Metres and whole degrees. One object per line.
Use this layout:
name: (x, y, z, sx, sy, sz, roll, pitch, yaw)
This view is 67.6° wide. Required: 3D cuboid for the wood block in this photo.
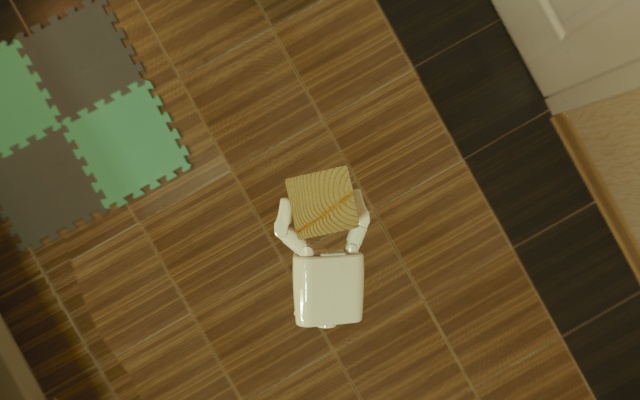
wood block: (0.001, 0.003, 0.760, 0.091, 0.090, 0.206, -12, 1, -2)
